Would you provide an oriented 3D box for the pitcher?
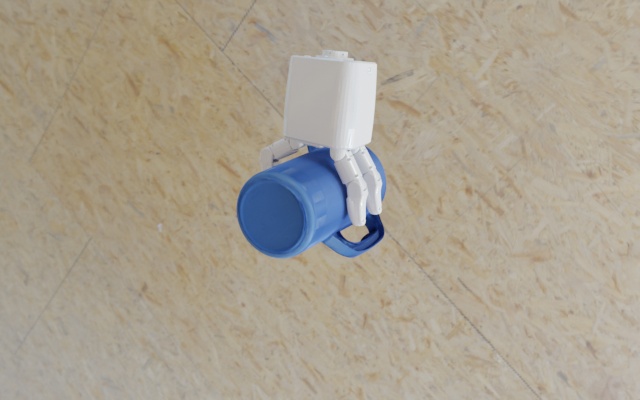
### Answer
[{"bbox_3d":[0.000,0.002,0.660,0.149,0.145,0.243,12,18,22],"label":"pitcher"}]
